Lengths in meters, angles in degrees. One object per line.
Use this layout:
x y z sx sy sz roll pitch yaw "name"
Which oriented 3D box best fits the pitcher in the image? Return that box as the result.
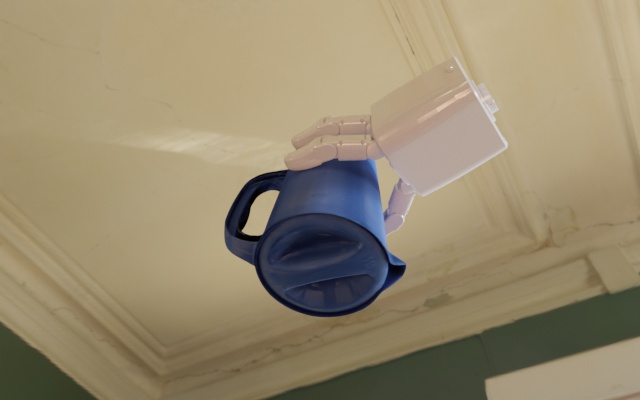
0.000 0.002 0.555 0.145 0.149 0.242 -32 25 23 "pitcher"
